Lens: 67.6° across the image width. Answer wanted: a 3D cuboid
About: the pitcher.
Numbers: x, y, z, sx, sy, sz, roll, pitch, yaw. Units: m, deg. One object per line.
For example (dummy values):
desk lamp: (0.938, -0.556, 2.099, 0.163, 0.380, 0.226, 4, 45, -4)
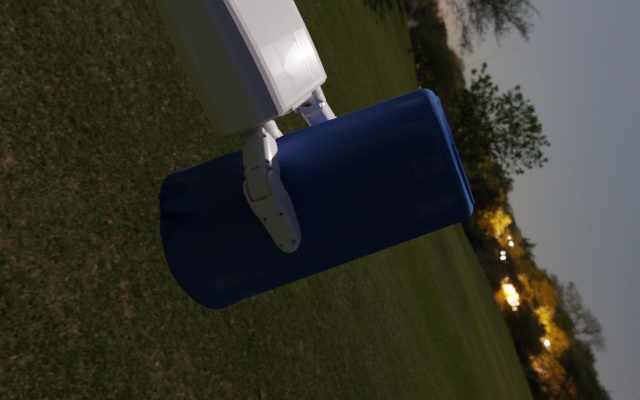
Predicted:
pitcher: (0.000, 0.001, 0.415, 0.243, 0.145, 0.149, -19, 20, 17)
